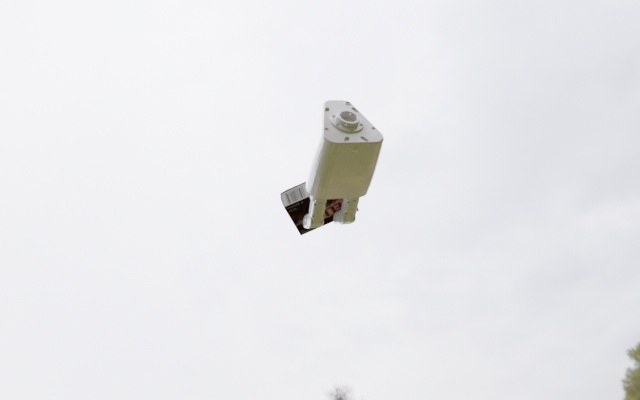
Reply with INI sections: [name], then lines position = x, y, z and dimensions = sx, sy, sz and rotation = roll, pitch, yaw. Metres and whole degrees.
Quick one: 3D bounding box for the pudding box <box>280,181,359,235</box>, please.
[pudding box]
position = 0.000, 0.002, 0.796
dimensions = 0.113, 0.039, 0.090
rotation = -22, -39, 3
